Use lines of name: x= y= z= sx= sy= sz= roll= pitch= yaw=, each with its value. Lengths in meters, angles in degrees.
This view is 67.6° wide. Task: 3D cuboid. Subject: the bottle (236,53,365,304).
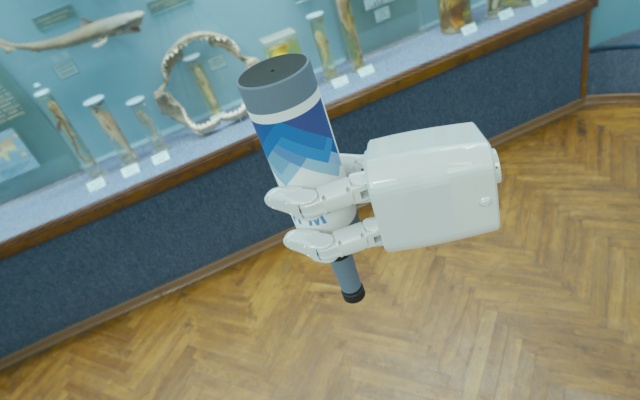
bottle: x=0.000 y=0.001 z=0.491 sx=0.069 sy=0.296 sz=0.069 roll=-13 pitch=36 yaw=10
